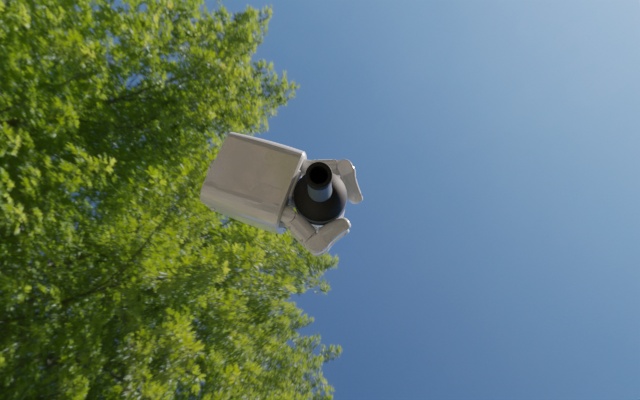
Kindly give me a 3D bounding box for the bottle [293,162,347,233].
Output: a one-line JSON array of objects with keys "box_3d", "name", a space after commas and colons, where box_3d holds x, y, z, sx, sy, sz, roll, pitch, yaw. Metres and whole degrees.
[{"box_3d": [0.000, 0.002, 0.623, 0.069, 0.069, 0.296, 0, -11, 1], "name": "bottle"}]
